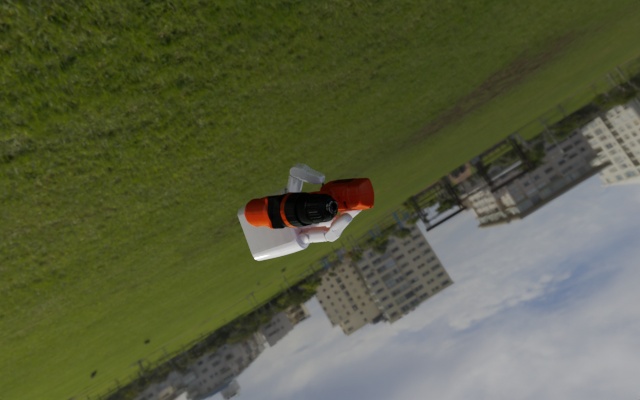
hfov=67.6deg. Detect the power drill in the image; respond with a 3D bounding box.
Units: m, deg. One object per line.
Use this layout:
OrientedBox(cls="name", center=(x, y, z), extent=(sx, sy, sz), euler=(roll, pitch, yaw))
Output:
OrientedBox(cls="power drill", center=(0.000, 0.002, 0.755), extent=(0.184, 0.057, 0.187), euler=(-2, 6, 45))
